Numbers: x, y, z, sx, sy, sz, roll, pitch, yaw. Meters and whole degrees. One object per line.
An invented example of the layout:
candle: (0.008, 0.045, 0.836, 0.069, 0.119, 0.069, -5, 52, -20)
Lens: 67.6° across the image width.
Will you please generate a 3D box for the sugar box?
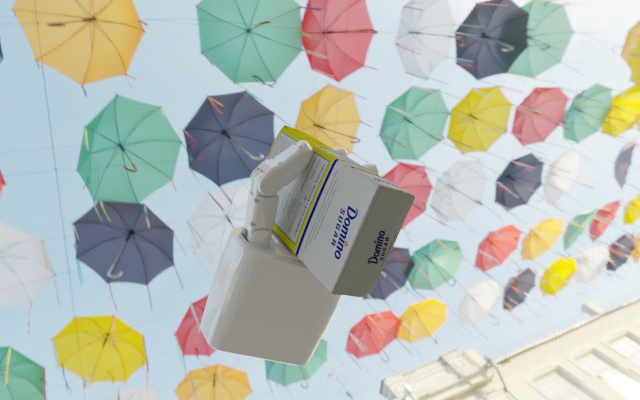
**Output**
sugar box: (0.000, 0.002, 0.428, 0.048, 0.093, 0.176, 14, 15, -37)
